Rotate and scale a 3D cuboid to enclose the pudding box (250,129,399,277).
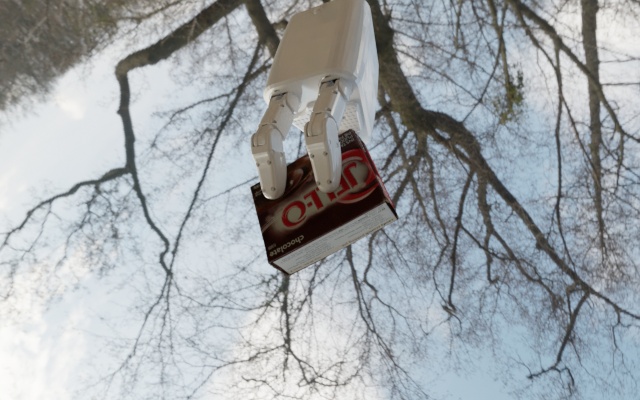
[{"bbox_3d":[0.000,0.001,0.418,0.113,0.090,0.039,-31,-42,12],"label":"pudding box"}]
